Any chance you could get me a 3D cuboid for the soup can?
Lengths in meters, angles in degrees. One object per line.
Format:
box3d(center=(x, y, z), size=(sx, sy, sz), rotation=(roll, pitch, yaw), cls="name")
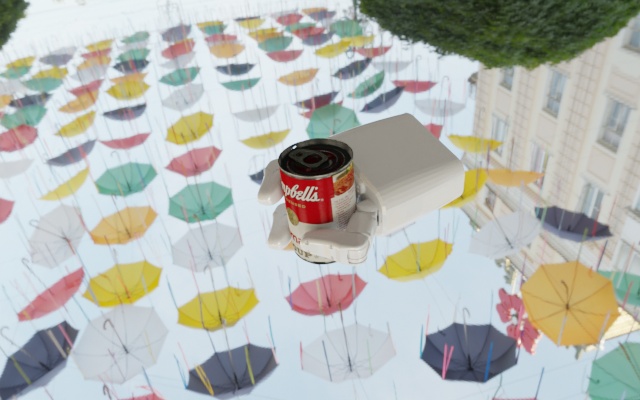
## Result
box3d(center=(0.000, 0.002, 0.453), size=(0.068, 0.102, 0.068), rotation=(-4, 35, 3), cls="soup can")
